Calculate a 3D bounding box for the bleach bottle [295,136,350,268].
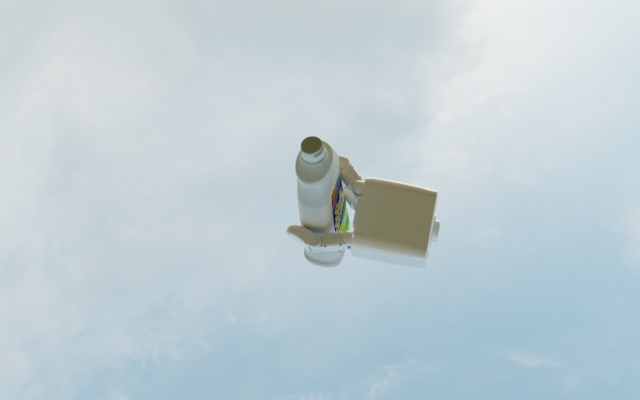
[{"bbox_3d":[0.000,0.002,0.702,0.068,0.102,0.251,11,-29,14],"label":"bleach bottle"}]
